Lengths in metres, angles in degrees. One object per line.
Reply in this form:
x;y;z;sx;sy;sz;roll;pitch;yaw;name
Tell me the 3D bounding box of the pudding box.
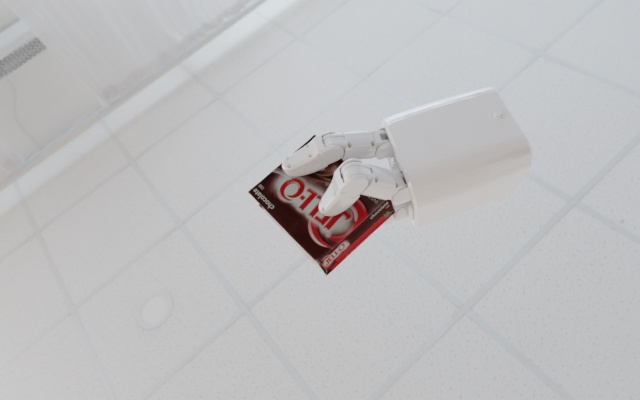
0.000;0.002;0.454;0.113;0.090;0.039;41;-13;35;pudding box
